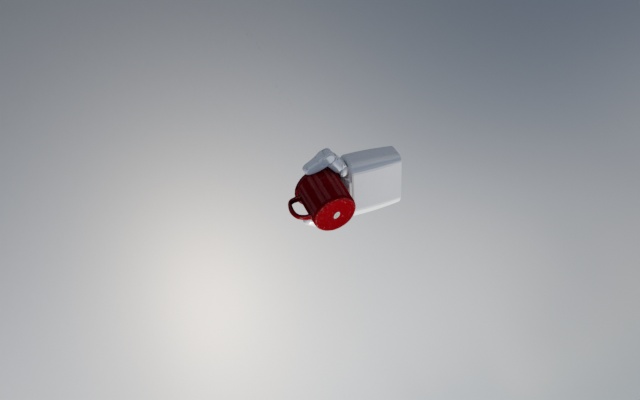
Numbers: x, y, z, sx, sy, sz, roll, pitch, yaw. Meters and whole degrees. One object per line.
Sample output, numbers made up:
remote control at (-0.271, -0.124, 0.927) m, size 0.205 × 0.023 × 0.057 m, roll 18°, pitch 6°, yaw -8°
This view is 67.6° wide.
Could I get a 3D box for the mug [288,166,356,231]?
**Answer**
mug at (-0.001, 0.003, 0.850) m, size 0.117 × 0.093 × 0.081 m, roll -16°, pitch 47°, yaw -18°
